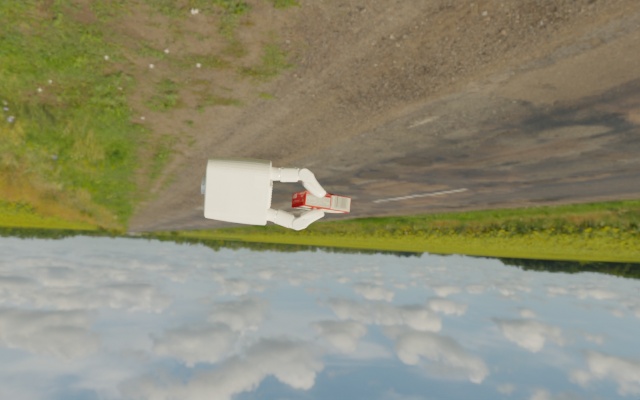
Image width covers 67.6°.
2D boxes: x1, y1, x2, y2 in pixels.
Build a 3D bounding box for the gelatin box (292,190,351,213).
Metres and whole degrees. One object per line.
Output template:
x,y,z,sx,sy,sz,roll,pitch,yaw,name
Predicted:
0.000,0.003,0.860,0.089,0.030,0.073,9,-6,-19,gelatin box
